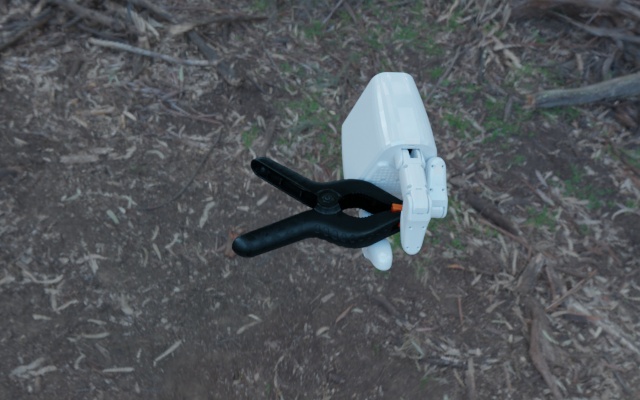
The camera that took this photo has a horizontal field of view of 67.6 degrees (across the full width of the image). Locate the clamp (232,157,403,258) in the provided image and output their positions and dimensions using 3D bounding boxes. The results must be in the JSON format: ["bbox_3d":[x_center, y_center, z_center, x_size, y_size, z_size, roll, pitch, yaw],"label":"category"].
[{"bbox_3d":[0.000,0.001,0.475,0.171,0.120,0.039,0,-34,-7],"label":"clamp"}]
